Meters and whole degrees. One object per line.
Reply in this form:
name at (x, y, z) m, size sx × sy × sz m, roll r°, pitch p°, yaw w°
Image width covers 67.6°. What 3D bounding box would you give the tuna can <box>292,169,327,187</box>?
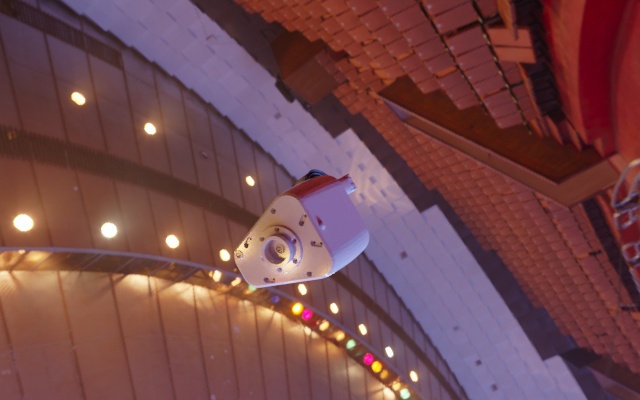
tuna can at (0.000, 0.002, 0.650) m, size 0.034 × 0.086 × 0.086 m, roll -34°, pitch -18°, yaw 27°
